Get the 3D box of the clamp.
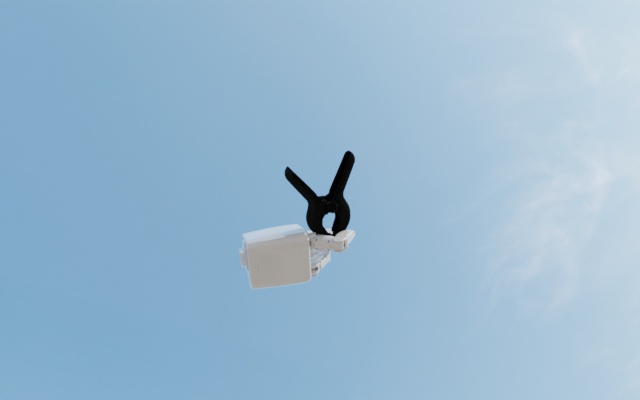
[{"bbox_3d":[0.000,0.003,0.813,0.120,0.171,0.039,-5,22,-10],"label":"clamp"}]
